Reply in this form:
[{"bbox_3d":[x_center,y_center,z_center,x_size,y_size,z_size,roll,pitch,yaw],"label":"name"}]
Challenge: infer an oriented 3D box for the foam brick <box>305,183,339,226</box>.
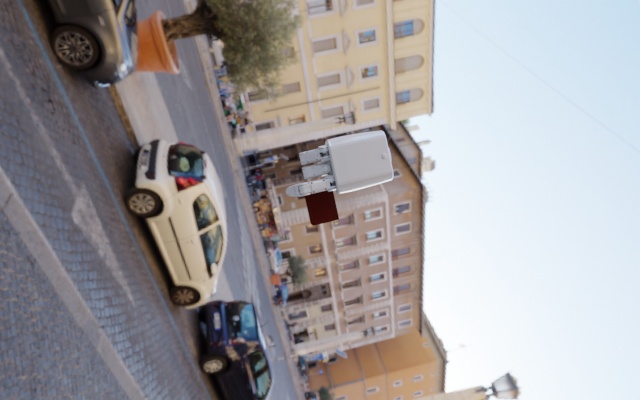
[{"bbox_3d":[0.000,0.003,0.889,0.051,0.078,0.053,-13,5,-5],"label":"foam brick"}]
